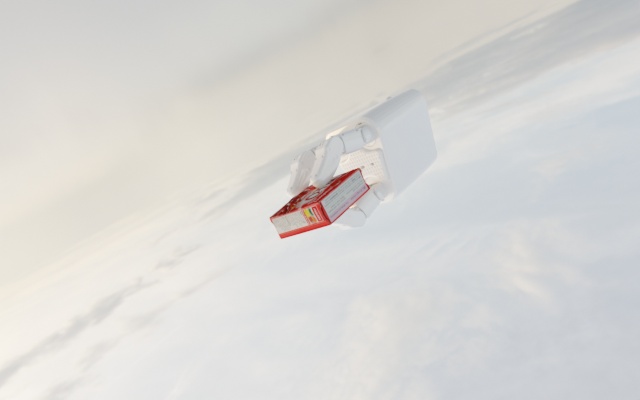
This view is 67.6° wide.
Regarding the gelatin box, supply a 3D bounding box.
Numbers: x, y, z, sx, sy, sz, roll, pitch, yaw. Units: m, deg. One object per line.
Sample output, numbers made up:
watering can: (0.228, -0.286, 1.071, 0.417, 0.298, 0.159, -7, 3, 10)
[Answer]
gelatin box: (0.000, 0.002, 0.507, 0.073, 0.030, 0.089, -18, 15, 40)
